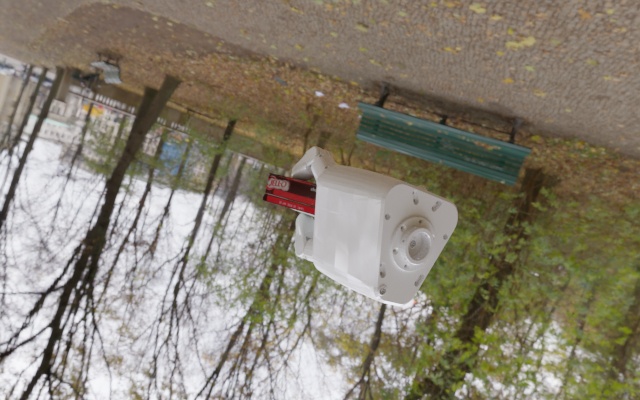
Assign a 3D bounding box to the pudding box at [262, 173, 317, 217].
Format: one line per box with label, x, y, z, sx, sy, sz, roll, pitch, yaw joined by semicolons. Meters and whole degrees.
pudding box;0.000;0.002;0.569;0.090;0.039;0.113;16;-2;31
